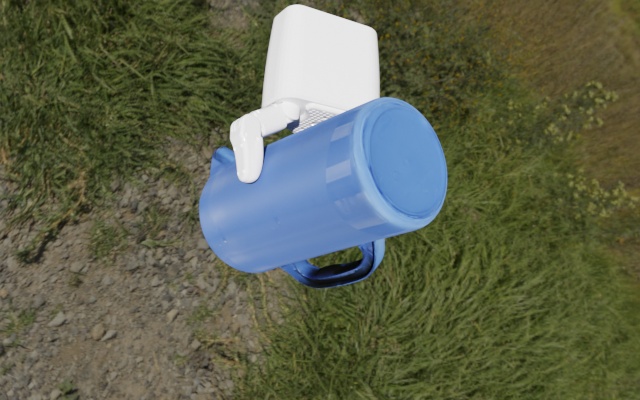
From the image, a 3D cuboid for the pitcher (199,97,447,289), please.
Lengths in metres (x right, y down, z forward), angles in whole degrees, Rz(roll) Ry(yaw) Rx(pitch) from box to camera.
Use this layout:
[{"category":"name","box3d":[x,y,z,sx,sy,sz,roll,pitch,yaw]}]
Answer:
[{"category":"pitcher","box3d":[0.000,0.001,0.461,0.149,0.145,0.243,15,-20,-36]}]
